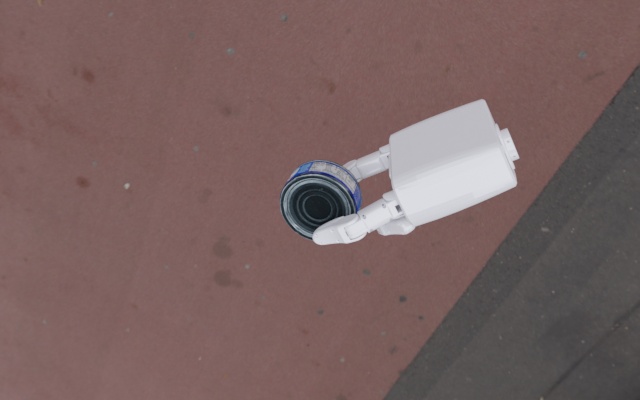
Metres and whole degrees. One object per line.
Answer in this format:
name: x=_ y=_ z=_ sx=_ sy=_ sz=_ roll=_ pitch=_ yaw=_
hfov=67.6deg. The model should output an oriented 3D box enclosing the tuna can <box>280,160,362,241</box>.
tuna can: x=0.000 y=0.002 z=0.514 sx=0.086 sy=0.086 sz=0.033 roll=0 pitch=29 yaw=16
